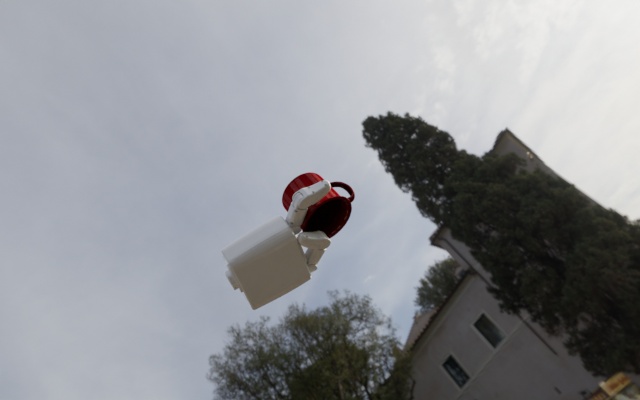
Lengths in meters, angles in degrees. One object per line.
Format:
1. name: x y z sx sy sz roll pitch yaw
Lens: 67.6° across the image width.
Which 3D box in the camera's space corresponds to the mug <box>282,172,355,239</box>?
1. mug: 0.001 0.002 0.778 0.117 0.093 0.081 -28 51 -18
